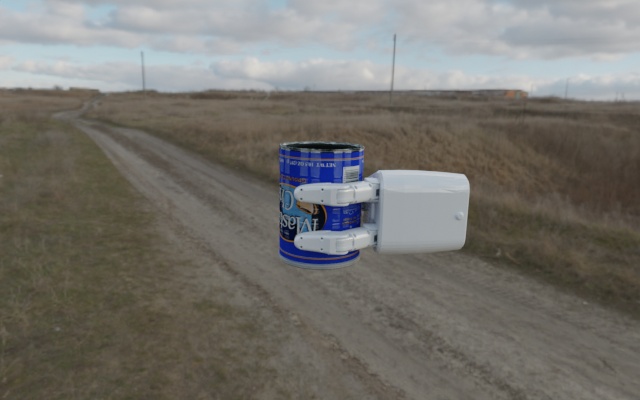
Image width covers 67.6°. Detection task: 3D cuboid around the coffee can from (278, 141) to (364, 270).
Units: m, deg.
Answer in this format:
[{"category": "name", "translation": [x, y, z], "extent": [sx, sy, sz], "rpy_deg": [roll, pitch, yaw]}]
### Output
[{"category": "coffee can", "translation": [0.000, 0.002, 0.586], "extent": [0.103, 0.140, 0.102], "rpy_deg": [1, 12, 0]}]
